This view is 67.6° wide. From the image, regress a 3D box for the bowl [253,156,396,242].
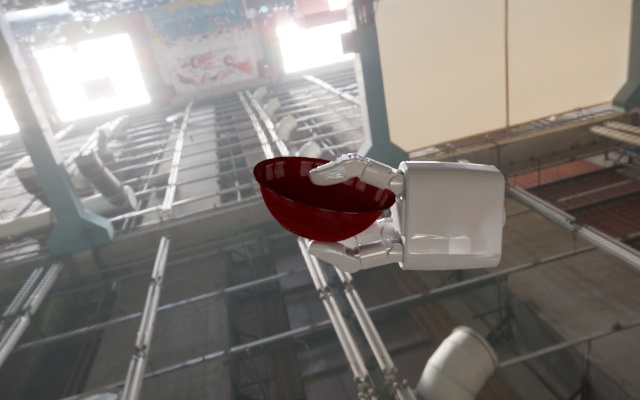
[{"bbox_3d":[-0.001,0.002,0.542,0.162,0.055,0.162,11,22,-4],"label":"bowl"}]
